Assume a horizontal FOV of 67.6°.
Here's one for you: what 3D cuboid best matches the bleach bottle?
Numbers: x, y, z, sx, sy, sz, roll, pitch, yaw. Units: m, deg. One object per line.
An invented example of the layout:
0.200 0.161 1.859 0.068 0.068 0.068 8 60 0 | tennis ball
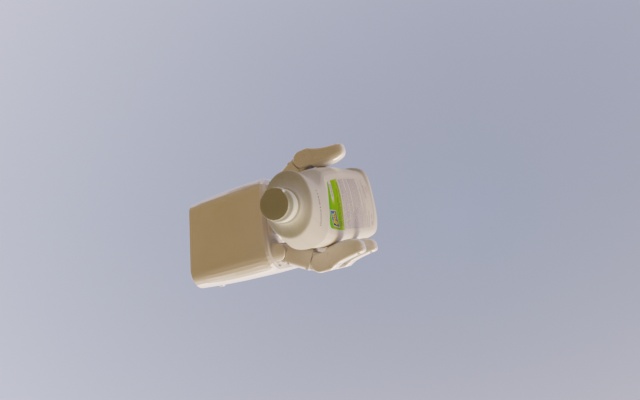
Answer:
0.000 0.002 0.533 0.068 0.102 0.251 -16 -8 18 | bleach bottle
